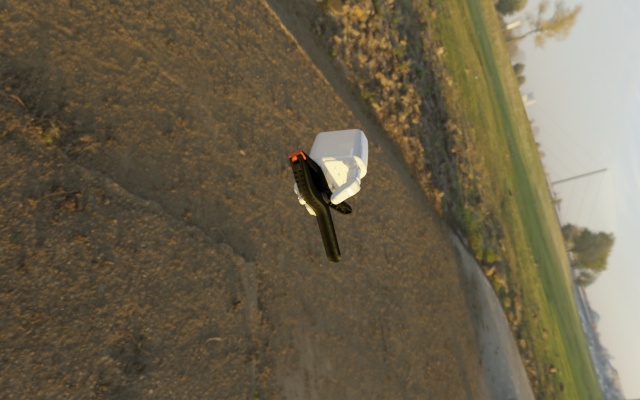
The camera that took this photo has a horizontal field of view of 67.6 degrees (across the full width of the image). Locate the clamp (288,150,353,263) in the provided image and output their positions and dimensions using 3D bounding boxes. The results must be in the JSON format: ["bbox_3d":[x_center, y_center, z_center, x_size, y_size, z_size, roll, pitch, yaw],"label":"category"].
[{"bbox_3d":[0.001,0.002,0.889,0.036,0.210,0.164,-18,36,23],"label":"clamp"}]
